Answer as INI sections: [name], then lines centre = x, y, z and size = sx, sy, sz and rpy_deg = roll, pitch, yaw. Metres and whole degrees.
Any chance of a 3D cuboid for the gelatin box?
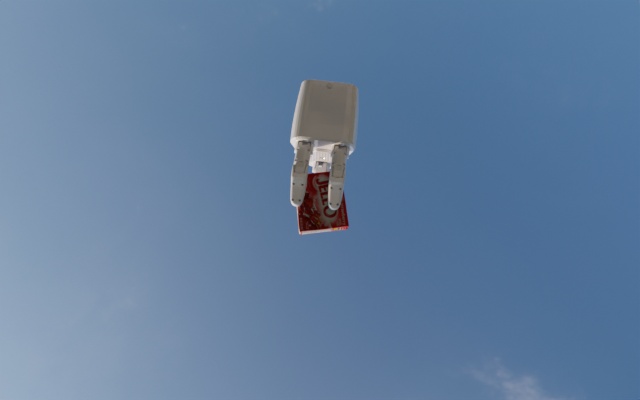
[gelatin box]
centre = 0.000, 0.003, 0.712
size = 0.073, 0.089, 0.030
rpy_deg = -6, -14, -3
